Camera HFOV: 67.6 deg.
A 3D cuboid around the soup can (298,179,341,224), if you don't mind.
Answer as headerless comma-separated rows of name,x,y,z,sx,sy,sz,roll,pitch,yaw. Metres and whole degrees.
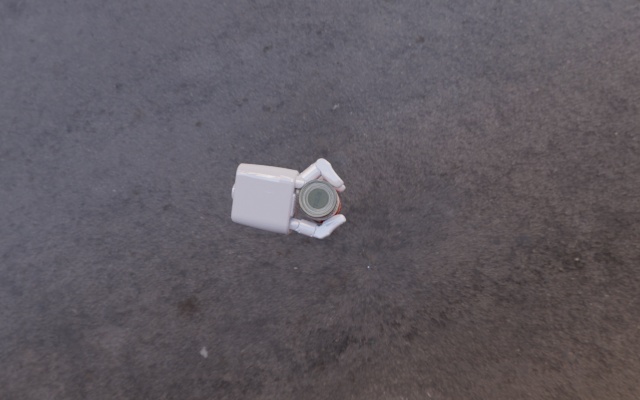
soup can,0.001,0.003,0.849,0.068,0.068,0.102,0,-8,6
